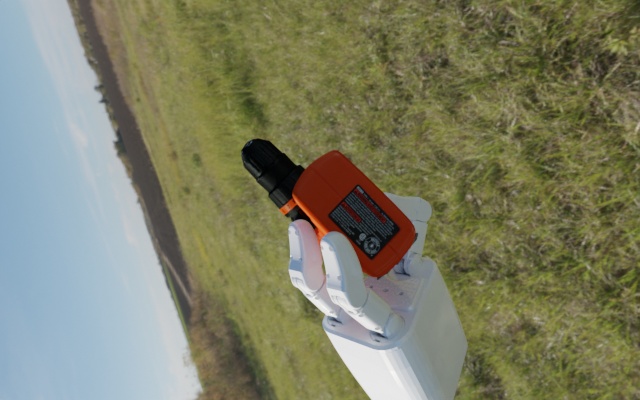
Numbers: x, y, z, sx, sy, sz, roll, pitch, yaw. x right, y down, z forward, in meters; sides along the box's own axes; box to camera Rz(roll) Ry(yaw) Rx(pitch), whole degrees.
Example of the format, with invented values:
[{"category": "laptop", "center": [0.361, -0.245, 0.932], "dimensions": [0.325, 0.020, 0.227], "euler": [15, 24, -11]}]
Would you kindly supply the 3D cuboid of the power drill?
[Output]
[{"category": "power drill", "center": [0.000, 0.002, 0.452], "dimensions": [0.184, 0.057, 0.187], "euler": [43, -7, -8]}]
